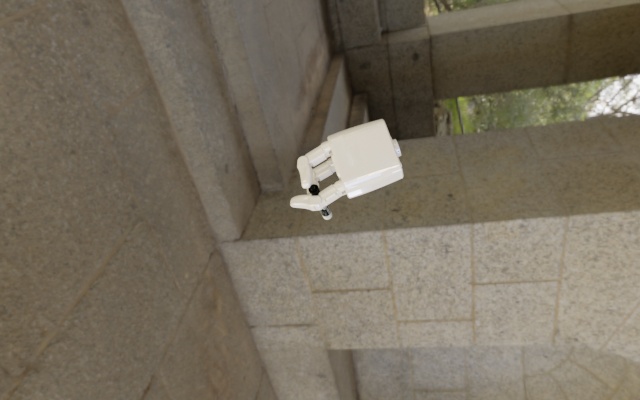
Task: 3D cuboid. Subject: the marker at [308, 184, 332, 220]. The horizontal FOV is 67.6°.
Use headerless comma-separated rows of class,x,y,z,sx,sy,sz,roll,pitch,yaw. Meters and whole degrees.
marker,0.000,0.003,0.882,0.020,0.020,0.121,0,-26,15
